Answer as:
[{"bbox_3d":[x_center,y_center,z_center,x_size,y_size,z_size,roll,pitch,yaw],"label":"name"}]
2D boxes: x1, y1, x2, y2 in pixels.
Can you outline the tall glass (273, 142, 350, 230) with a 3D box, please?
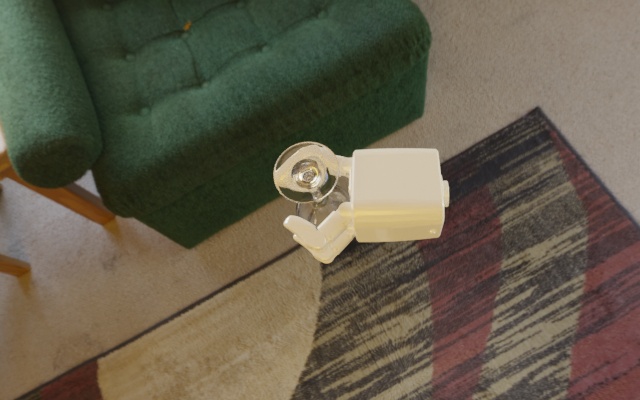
[{"bbox_3d":[0.000,0.002,0.617,0.079,0.079,0.201,0,-20,9],"label":"tall glass"}]
